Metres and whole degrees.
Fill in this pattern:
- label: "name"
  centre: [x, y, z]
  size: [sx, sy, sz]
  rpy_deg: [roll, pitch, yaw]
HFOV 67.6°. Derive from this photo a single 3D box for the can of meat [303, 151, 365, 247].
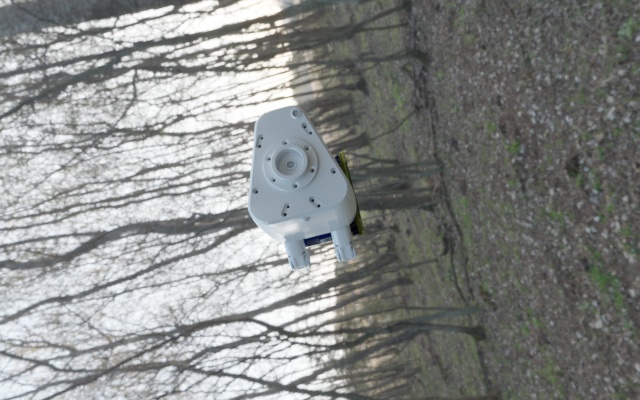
- label: "can of meat"
  centre: [0.000, 0.002, 0.571]
  size: [0.084, 0.102, 0.057]
  rpy_deg: [-14, -9, 2]
